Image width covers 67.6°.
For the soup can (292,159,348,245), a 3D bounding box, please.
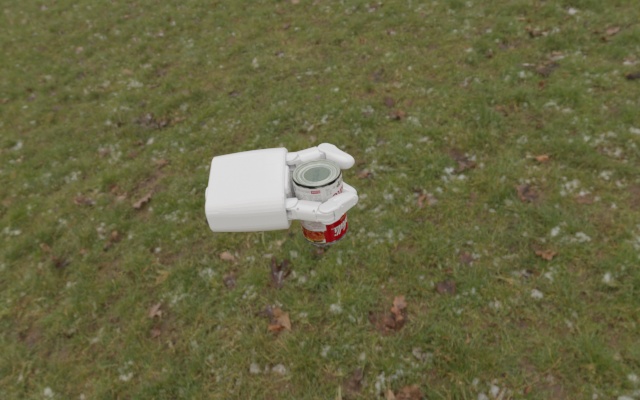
[{"bbox_3d":[0.001,0.002,0.662,0.068,0.102,0.068,-5,37,4],"label":"soup can"}]
